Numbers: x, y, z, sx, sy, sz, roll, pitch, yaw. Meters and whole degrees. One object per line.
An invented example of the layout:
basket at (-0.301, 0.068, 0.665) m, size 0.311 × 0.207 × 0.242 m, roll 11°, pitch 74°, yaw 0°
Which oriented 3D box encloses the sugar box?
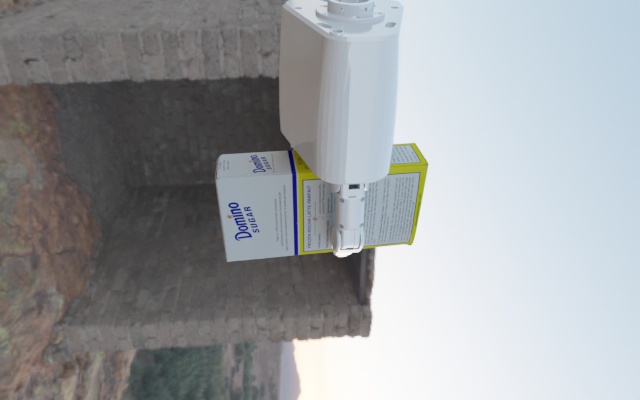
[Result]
sugar box at (0.000, 0.001, 0.427) m, size 0.176 × 0.093 × 0.048 m, roll -2°, pitch 36°, yaw -6°
